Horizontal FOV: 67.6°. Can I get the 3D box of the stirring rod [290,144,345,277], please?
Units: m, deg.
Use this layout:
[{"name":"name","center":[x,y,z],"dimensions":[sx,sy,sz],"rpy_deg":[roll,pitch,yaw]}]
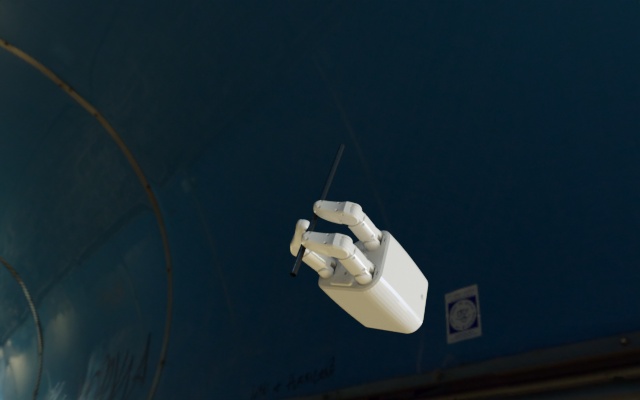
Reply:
[{"name":"stirring rod","center":[0.000,0.002,0.625],"dimensions":[0.011,0.011,0.239],"rpy_deg":[0,43,21]}]
